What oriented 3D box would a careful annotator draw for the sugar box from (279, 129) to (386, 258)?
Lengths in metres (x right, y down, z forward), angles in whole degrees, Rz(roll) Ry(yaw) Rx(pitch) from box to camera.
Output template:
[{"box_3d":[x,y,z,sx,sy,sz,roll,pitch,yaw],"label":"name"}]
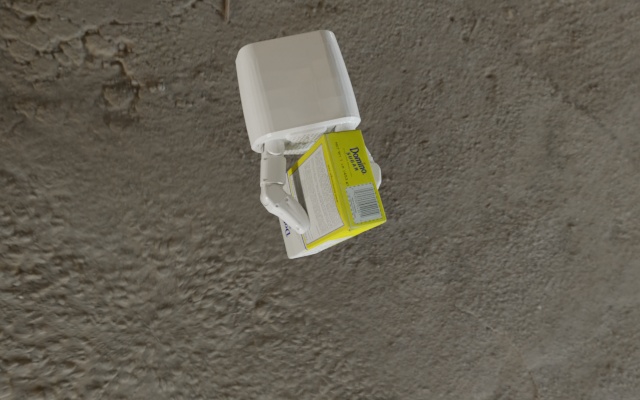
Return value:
[{"box_3d":[0.001,0.001,0.506,0.048,0.093,0.176,-10,-10,-22],"label":"sugar box"}]
